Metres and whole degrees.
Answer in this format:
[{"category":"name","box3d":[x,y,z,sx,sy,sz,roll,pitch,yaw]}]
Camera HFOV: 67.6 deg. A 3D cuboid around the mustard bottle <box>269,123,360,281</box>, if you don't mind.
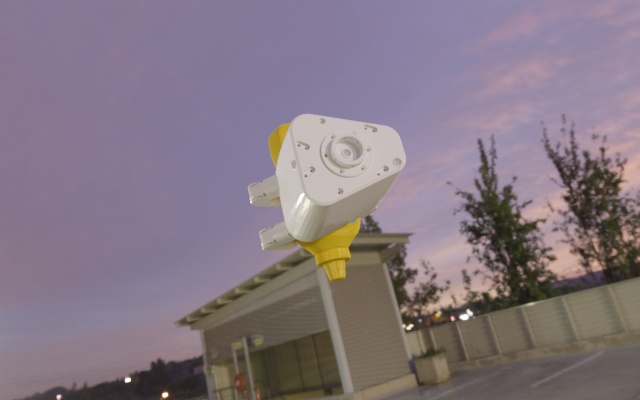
[{"category":"mustard bottle","box3d":[0.000,0.002,0.577,0.096,0.191,0.058,1,-23,-37]}]
